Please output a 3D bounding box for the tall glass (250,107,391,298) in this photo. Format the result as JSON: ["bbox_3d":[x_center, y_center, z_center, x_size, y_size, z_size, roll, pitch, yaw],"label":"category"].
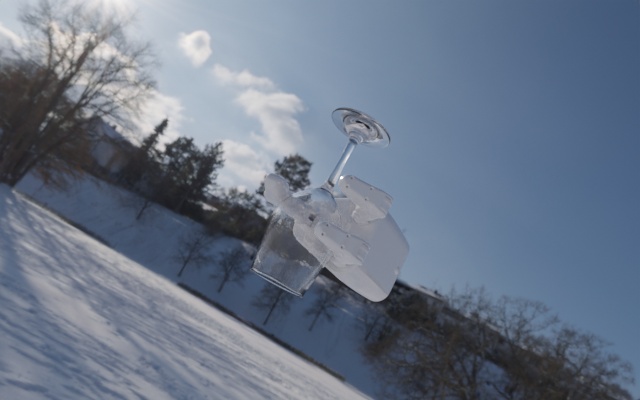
[{"bbox_3d":[0.000,0.001,0.519,0.079,0.201,0.079,27,-15,8],"label":"tall glass"}]
